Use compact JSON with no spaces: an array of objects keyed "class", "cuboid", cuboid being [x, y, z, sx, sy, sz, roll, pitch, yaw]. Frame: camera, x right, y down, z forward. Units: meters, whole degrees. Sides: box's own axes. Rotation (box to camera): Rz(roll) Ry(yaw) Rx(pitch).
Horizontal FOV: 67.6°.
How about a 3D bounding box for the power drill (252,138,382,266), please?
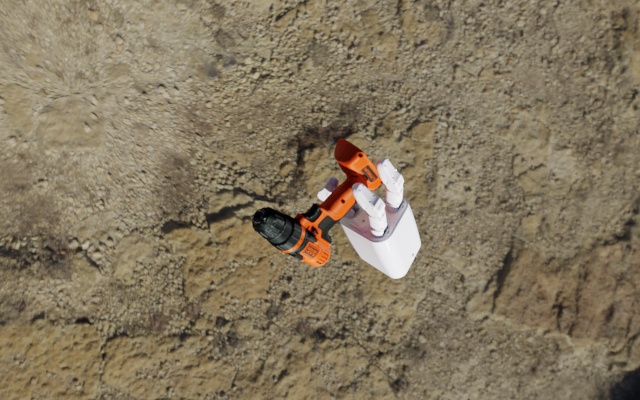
[{"class":"power drill","cuboid":[0.001,0.002,0.710,0.057,0.187,0.184,40,0,34]}]
